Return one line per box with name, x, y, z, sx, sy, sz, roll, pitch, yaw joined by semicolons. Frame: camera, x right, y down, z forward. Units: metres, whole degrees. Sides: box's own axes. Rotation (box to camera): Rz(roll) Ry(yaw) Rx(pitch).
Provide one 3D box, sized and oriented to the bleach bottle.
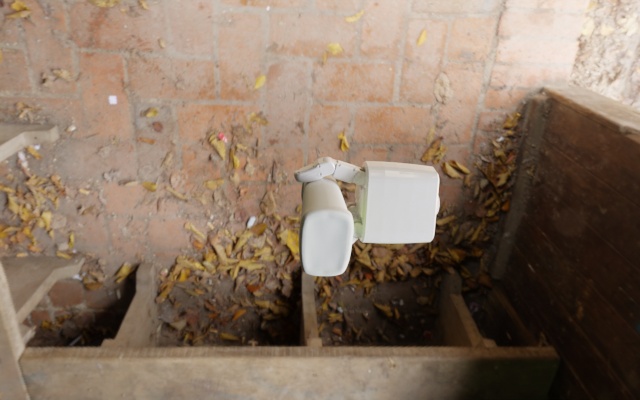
bleach bottle;0.000;0.002;0.708;0.068;0.103;0.250;2;26;-4
